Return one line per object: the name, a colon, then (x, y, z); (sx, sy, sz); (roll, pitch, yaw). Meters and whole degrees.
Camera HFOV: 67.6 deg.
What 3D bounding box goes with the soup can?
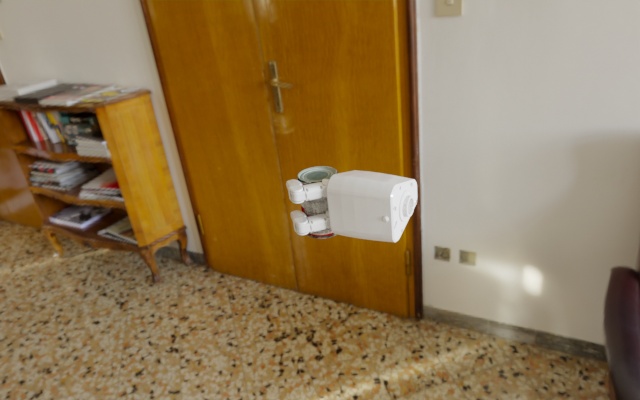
soup can: (0.000, 0.002, 0.787); (0.068, 0.102, 0.068); (-6, 25, 3)
